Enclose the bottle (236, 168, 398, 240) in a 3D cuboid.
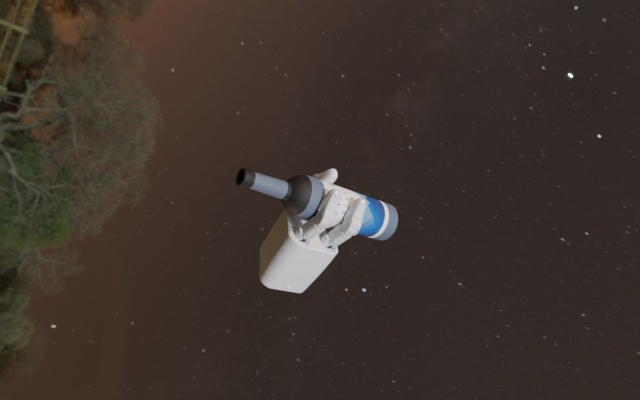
[{"bbox_3d":[0.000,0.002,0.761,0.296,0.069,0.069,18,-11,-36],"label":"bottle"}]
